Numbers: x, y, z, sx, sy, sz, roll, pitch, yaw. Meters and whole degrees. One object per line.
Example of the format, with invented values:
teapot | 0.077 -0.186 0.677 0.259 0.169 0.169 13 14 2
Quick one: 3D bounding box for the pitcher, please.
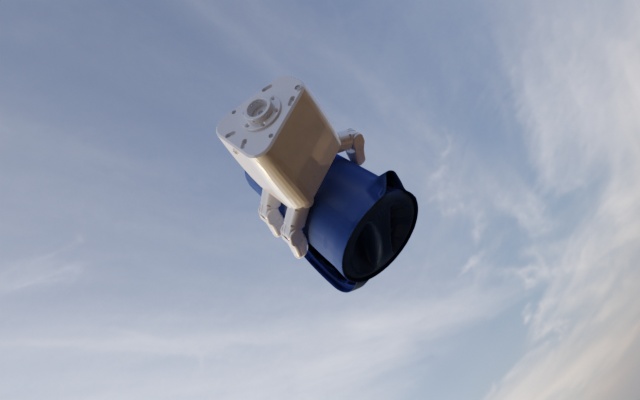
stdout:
pitcher | 0.000 0.002 0.661 0.242 0.149 0.145 36 -10 37
